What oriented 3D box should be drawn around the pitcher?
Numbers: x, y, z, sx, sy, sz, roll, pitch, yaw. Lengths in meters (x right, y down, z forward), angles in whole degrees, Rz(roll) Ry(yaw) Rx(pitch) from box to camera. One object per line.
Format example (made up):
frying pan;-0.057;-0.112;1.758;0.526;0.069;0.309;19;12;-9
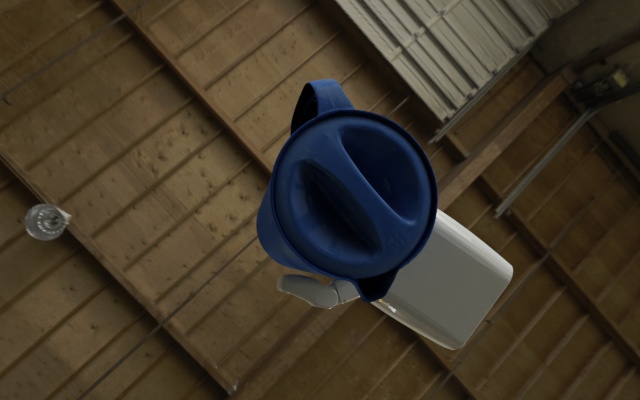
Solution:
pitcher;0.000;0.002;0.471;0.145;0.149;0.243;32;-15;-7
